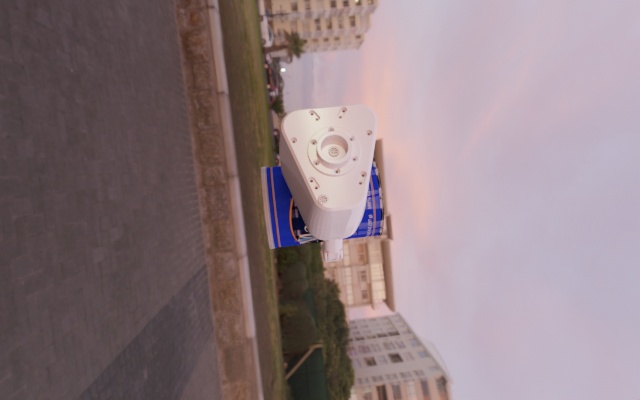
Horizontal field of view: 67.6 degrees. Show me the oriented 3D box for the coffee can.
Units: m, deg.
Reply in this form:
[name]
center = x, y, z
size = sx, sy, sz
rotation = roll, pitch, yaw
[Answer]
[coffee can]
center = 0.000, 0.002, 0.600
size = 0.140, 0.103, 0.103
rotation = -6, 0, -4
